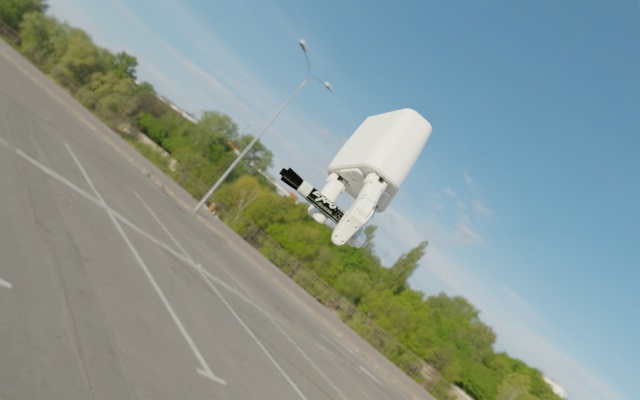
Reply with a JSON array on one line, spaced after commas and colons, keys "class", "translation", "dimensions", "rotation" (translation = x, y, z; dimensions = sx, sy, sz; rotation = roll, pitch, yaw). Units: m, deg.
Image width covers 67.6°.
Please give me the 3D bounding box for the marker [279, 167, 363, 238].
[{"class": "marker", "translation": [0.000, 0.002, 0.573], "dimensions": [0.121, 0.020, 0.020], "rotation": [39, -8, -10]}]
